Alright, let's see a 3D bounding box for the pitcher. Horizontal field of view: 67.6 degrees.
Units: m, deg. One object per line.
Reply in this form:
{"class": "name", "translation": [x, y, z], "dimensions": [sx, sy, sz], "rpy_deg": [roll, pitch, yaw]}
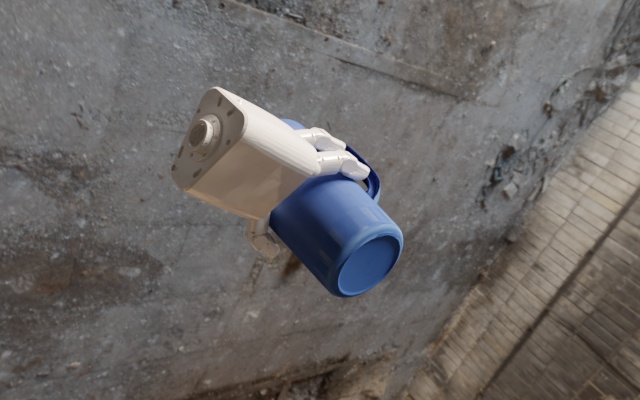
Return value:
{"class": "pitcher", "translation": [0.000, 0.002, 0.614], "dimensions": [0.145, 0.149, 0.242], "rpy_deg": [26, 15, -49]}
